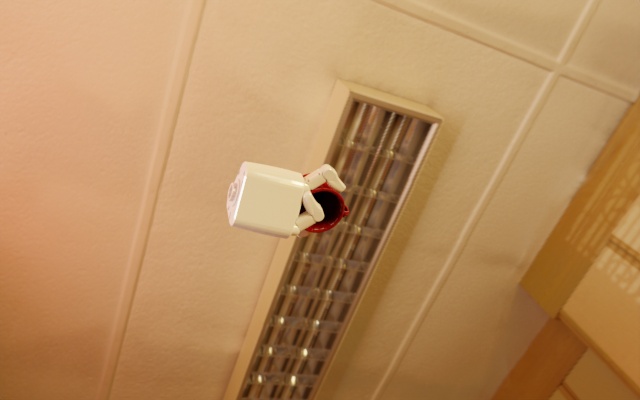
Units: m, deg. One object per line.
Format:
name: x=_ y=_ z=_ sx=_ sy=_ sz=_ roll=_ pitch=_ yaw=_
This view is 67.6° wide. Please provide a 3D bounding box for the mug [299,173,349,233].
mug: x=0.001 y=0.003 z=0.899 sx=0.117 sy=0.093 sz=0.081 roll=14 pitch=24 yaw=-24
